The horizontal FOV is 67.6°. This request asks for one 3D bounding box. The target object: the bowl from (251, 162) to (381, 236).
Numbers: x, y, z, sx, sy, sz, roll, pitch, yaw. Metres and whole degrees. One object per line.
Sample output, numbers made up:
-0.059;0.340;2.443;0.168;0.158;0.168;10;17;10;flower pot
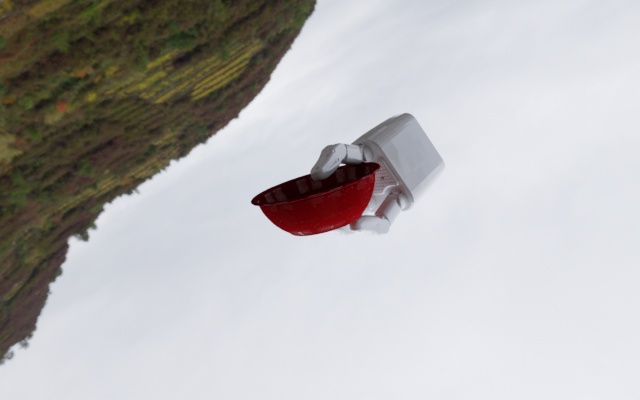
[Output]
-0.001;0.003;0.581;0.162;0.055;0.162;-15;11;3;bowl
